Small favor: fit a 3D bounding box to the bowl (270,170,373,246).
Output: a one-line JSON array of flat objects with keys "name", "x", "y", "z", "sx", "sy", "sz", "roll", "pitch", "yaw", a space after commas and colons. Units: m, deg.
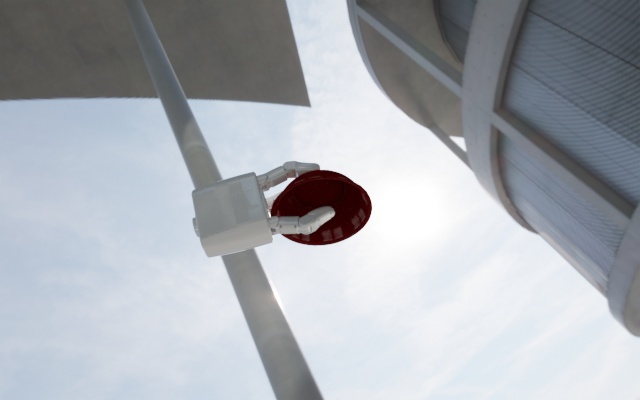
[{"name": "bowl", "x": 0.001, "y": 0.002, "z": 0.770, "sx": 0.162, "sy": 0.055, "sz": 0.162, "roll": -3, "pitch": -44, "yaw": -3}]
